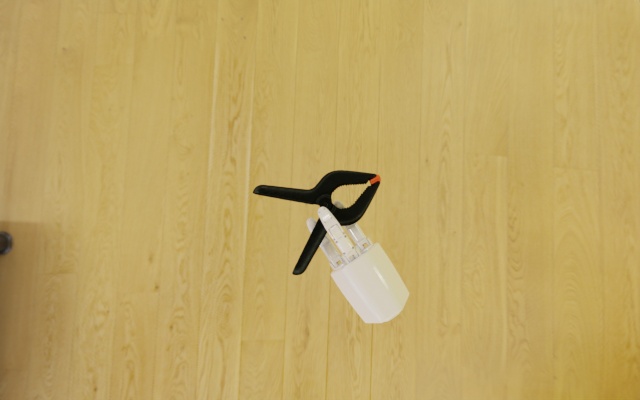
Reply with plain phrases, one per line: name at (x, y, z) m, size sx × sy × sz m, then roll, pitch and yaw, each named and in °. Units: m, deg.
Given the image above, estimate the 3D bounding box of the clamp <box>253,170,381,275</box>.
clamp at (0.001, 0.002, 0.798) m, size 0.210 × 0.164 × 0.036 m, roll -34°, pitch -6°, yaw 1°
